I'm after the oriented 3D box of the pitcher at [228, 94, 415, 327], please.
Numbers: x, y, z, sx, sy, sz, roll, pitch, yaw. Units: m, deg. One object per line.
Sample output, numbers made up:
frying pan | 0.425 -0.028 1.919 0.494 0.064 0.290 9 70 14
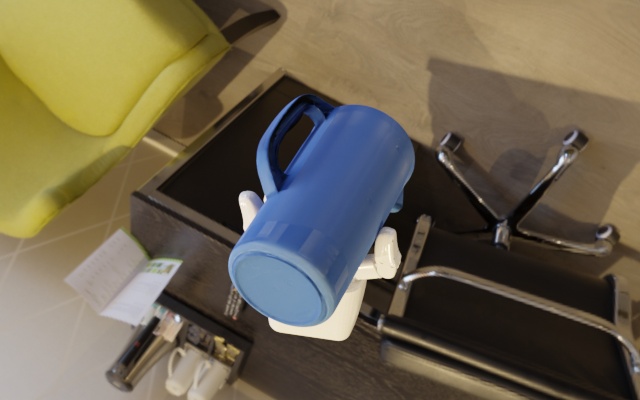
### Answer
pitcher | 0.000 0.002 0.506 0.149 0.145 0.242 17 43 15
